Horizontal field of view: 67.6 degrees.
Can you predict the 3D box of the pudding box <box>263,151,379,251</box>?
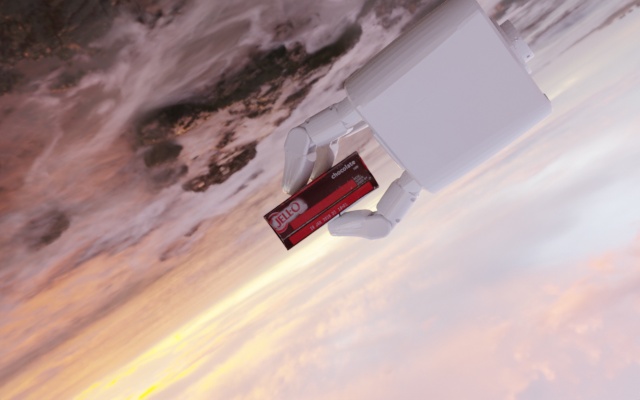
[{"bbox_3d":[0.000,0.001,0.421,0.090,0.039,0.113,-34,-2,-1],"label":"pudding box"}]
